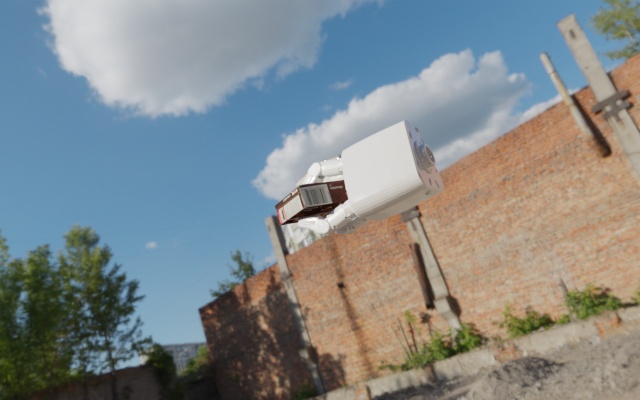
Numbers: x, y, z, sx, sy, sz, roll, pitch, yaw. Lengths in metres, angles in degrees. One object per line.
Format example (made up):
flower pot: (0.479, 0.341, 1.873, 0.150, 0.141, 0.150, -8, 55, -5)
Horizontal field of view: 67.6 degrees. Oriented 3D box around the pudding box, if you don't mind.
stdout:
pudding box: (0.000, 0.002, 0.725, 0.113, 0.039, 0.090, -6, -17, -31)
